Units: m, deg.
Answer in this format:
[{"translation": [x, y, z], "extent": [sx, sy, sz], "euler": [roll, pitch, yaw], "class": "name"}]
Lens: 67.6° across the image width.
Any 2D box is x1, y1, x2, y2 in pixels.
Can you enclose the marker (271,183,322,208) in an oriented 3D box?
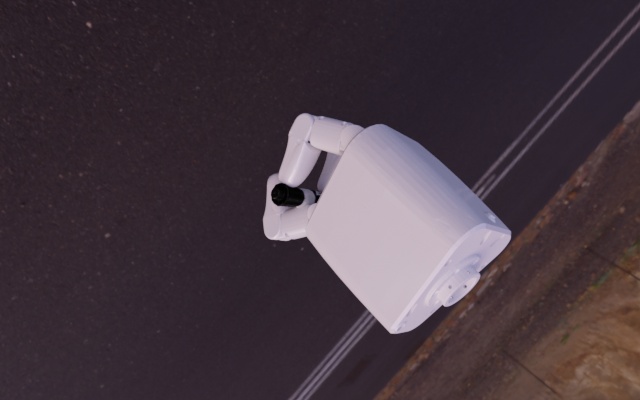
[{"translation": [0.000, 0.001, 0.424], "extent": [0.020, 0.020, 0.121], "euler": [0, -7, 37], "class": "marker"}]
